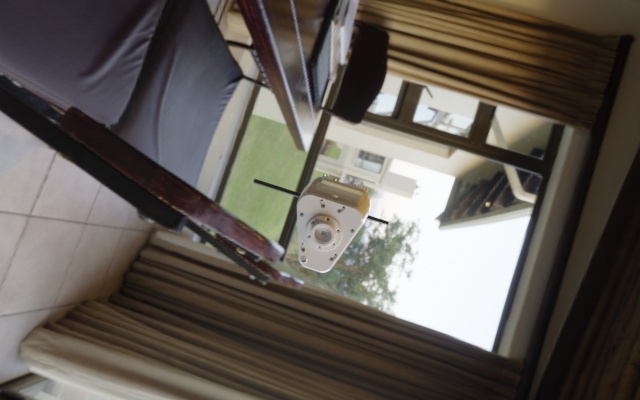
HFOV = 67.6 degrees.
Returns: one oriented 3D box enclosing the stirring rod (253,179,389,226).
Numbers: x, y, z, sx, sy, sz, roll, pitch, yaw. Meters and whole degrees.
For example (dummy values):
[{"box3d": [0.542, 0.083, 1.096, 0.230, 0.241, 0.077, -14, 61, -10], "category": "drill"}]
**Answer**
[{"box3d": [0.000, 0.003, 0.811, 0.239, 0.011, 0.011, 18, 1, 5], "category": "stirring rod"}]
